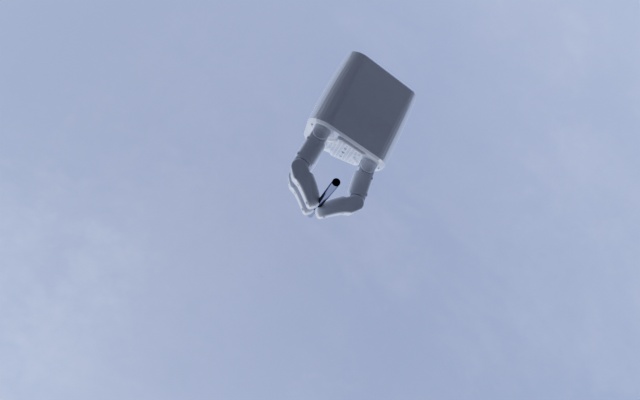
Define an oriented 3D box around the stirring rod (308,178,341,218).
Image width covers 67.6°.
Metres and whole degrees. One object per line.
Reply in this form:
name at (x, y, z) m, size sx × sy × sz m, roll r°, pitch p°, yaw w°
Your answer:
stirring rod at (0.000, 0.002, 0.560) m, size 0.011 × 0.011 × 0.239 m, roll 0°, pitch -9°, yaw -7°
